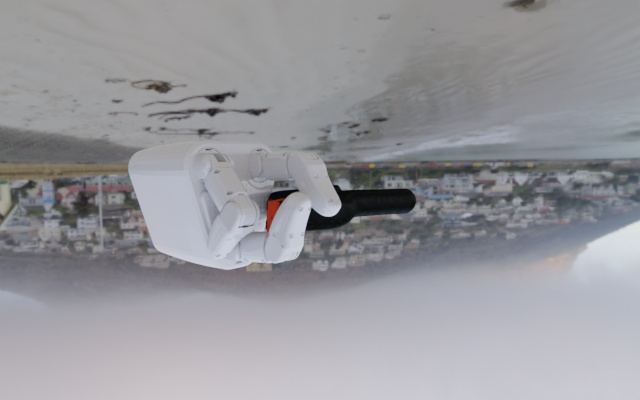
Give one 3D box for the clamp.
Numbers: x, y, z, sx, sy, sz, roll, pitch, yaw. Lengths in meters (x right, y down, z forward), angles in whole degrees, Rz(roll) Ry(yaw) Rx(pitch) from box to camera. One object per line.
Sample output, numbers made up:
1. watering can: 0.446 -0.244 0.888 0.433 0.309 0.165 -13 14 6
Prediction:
1. clamp: 0.000 0.002 0.460 0.120 0.039 0.171 3 6 42
